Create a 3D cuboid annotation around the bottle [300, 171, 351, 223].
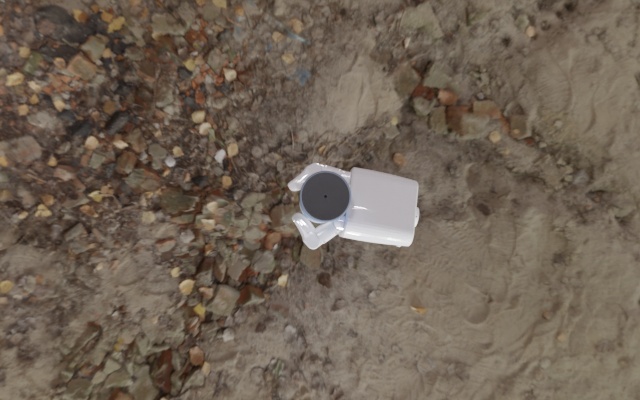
[{"bbox_3d":[0.000,0.002,0.756,0.069,0.069,0.296,0,-3,-3],"label":"bottle"}]
